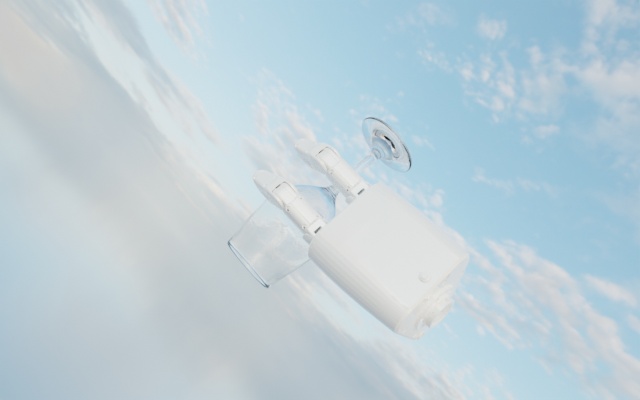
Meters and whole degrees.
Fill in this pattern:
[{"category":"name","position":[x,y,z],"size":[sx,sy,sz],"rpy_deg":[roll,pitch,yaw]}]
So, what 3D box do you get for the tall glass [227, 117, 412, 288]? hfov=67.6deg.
[{"category":"tall glass","position":[0.000,0.001,0.498],"size":[0.201,0.079,0.079],"rpy_deg":[-41,12,-15]}]
